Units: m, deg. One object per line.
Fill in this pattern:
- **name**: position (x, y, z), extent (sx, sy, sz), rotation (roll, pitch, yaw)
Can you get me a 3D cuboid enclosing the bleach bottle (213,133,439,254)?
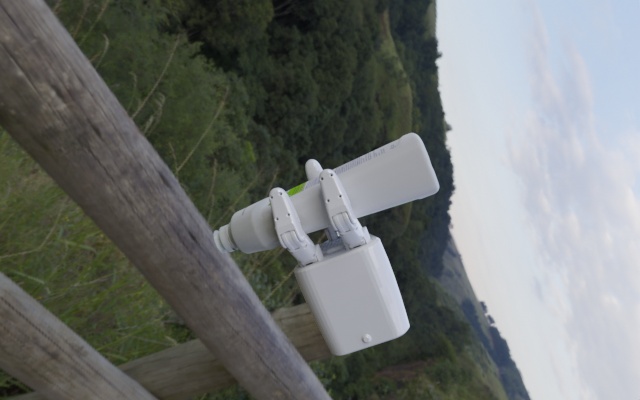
- **bleach bottle**: position (0.000, 0.002, 0.535), extent (0.251, 0.068, 0.102), rotation (-21, 6, 10)
